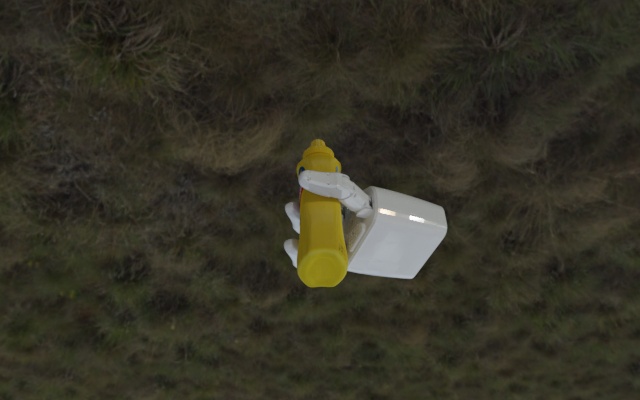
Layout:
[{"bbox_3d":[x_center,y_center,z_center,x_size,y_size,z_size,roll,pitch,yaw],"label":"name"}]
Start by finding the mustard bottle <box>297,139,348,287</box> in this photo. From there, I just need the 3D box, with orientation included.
[{"bbox_3d":[0.000,0.002,0.587,0.058,0.191,0.096,-2,-34,0],"label":"mustard bottle"}]
